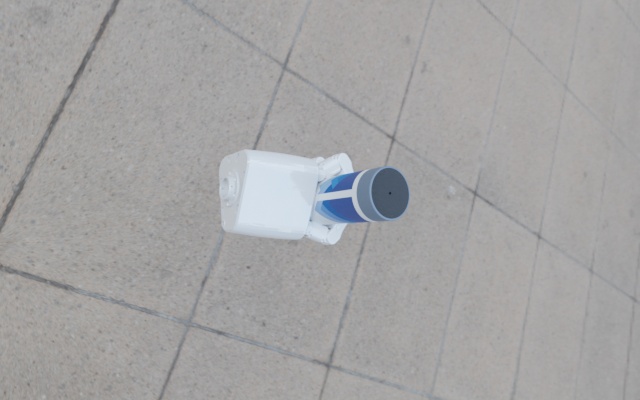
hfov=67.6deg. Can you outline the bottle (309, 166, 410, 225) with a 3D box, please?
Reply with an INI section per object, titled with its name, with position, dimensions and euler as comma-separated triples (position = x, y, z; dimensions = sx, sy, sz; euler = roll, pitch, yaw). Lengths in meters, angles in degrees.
[bottle]
position = 0.000, 0.002, 0.695
dimensions = 0.069, 0.069, 0.296
euler = 0, -4, -35
